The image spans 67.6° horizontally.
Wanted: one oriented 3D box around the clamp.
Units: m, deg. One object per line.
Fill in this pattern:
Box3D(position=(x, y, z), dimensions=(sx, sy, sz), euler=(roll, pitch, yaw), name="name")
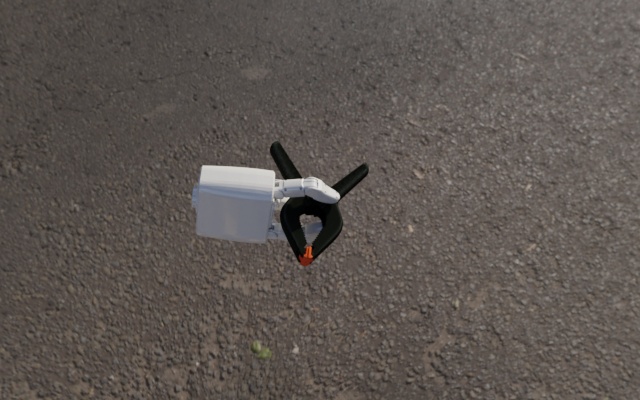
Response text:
Box3D(position=(0.000, 0.002, 0.729), dimensions=(0.164, 0.209, 0.036), euler=(7, -35, -11), name="clamp")
